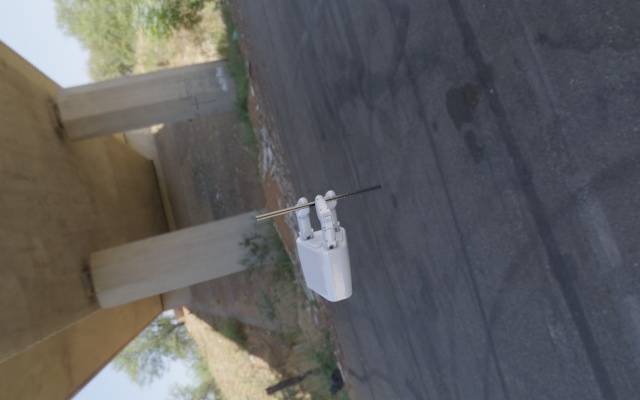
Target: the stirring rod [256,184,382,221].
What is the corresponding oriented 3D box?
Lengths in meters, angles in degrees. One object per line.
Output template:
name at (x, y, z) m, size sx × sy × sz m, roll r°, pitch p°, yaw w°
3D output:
stirring rod at (0.000, 0.003, 0.874) m, size 0.239 × 0.011 × 0.011 m, roll -14°, pitch 3°, yaw -12°
